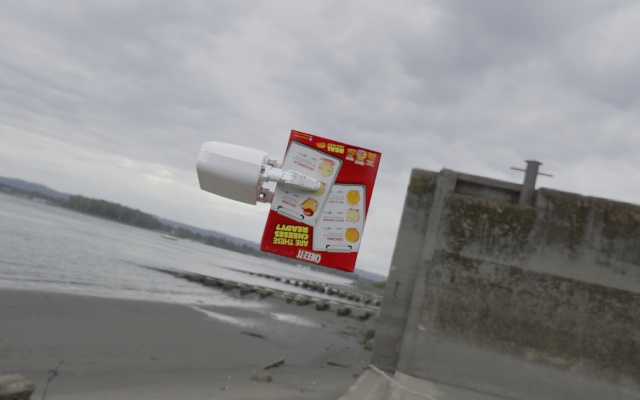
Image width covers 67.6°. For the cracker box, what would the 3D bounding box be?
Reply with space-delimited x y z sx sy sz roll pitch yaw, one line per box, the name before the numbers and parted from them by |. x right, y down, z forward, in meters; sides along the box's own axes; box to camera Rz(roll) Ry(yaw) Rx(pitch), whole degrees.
cracker box | 0.000 0.003 0.830 0.164 0.213 0.072 14 -8 -1
